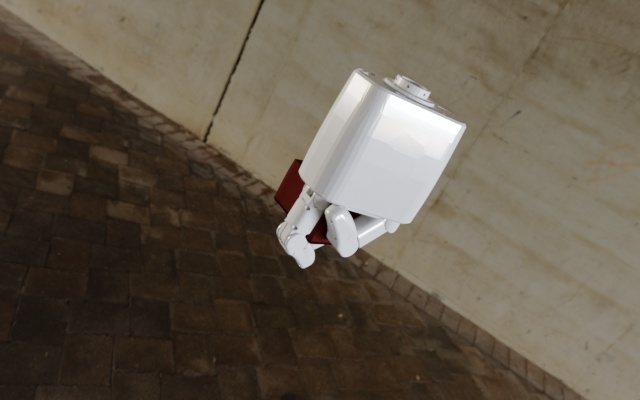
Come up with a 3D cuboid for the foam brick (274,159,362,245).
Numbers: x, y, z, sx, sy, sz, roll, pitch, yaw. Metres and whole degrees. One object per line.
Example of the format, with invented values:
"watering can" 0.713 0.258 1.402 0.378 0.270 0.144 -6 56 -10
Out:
"foam brick" 0.000 0.001 0.480 0.053 0.051 0.078 7 30 -41
